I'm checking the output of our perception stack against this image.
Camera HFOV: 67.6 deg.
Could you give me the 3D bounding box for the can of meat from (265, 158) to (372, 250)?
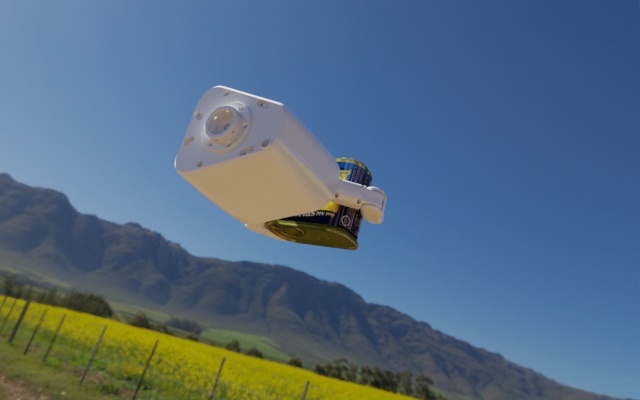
[{"bbox_3d":[0.000,0.001,0.520,0.102,0.084,0.057,4,-22,31],"label":"can of meat"}]
